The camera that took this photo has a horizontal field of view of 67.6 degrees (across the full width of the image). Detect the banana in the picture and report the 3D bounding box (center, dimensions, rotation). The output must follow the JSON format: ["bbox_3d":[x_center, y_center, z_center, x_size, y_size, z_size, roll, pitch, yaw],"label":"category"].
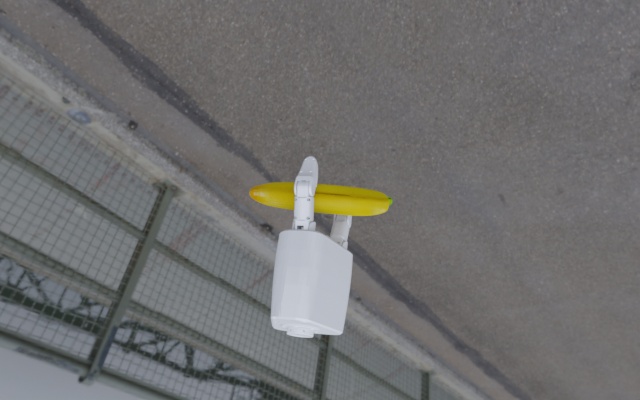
[{"bbox_3d":[0.006,0.000,0.622,0.198,0.037,0.069,5,-9,-8],"label":"banana"}]
